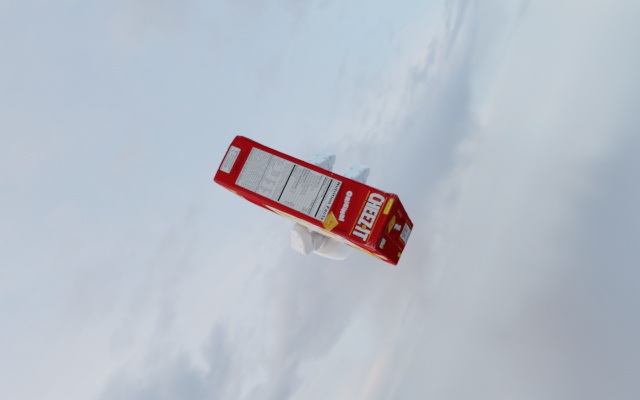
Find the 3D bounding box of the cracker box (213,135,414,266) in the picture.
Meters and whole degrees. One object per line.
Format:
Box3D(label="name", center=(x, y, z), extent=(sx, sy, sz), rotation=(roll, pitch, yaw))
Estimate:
Box3D(label="cracker box", center=(0.000, 0.002, 0.599), extent=(0.213, 0.072, 0.164), rotation=(22, -5, 20))
